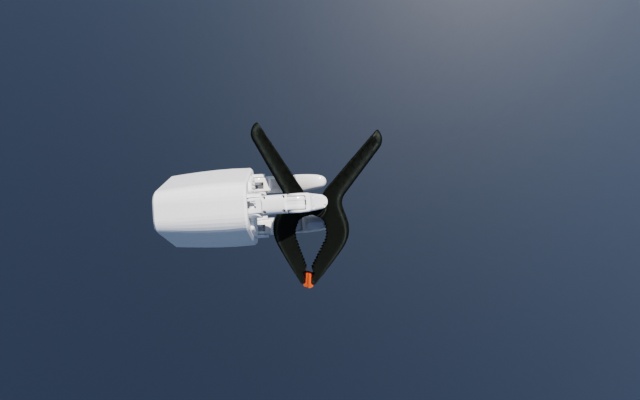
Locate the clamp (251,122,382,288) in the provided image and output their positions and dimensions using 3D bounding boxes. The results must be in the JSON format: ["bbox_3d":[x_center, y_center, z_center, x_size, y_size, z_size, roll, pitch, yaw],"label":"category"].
[{"bbox_3d":[0.000,0.003,0.599,0.164,0.210,0.036,-4,-1,0],"label":"clamp"}]
